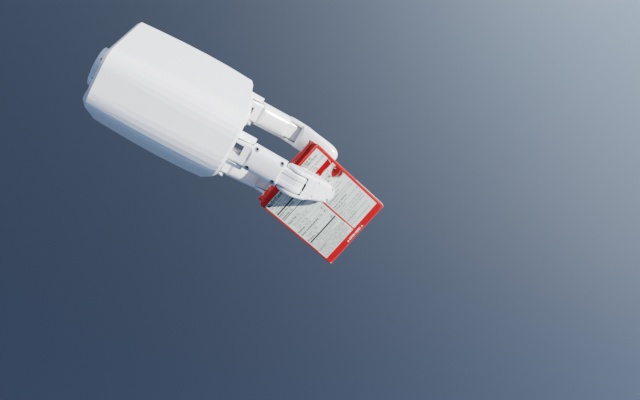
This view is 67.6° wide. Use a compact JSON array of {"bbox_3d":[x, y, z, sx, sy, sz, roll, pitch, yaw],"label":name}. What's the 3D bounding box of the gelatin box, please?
[{"bbox_3d":[0.000,0.002,0.435,0.089,0.073,0.030,41,2,-17],"label":"gelatin box"}]
